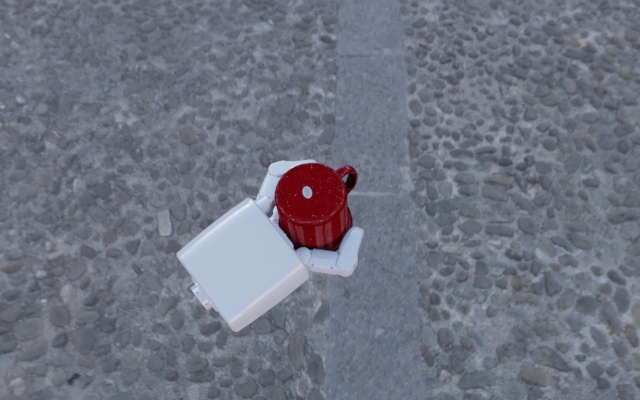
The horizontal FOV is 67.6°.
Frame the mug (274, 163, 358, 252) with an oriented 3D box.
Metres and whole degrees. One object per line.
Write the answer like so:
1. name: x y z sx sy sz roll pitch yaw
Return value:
1. mug: 0.001 0.001 0.563 0.117 0.093 0.081 -39 -24 -15
